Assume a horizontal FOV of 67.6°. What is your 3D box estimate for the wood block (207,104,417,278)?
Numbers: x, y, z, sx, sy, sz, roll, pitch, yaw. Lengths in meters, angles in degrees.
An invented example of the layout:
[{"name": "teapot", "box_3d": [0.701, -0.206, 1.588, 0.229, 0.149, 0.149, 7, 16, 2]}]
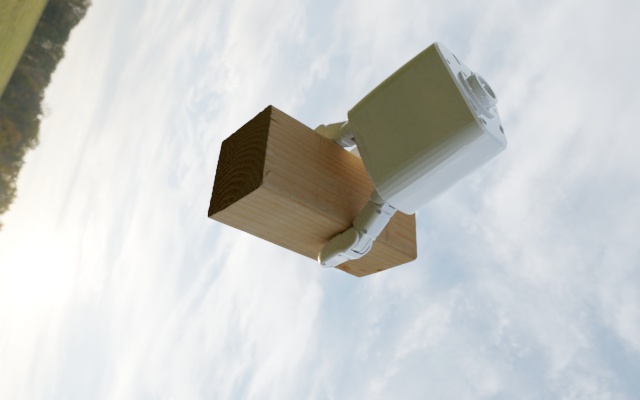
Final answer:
[{"name": "wood block", "box_3d": [0.000, 0.002, 0.496, 0.206, 0.090, 0.090, 27, -36, -35]}]
